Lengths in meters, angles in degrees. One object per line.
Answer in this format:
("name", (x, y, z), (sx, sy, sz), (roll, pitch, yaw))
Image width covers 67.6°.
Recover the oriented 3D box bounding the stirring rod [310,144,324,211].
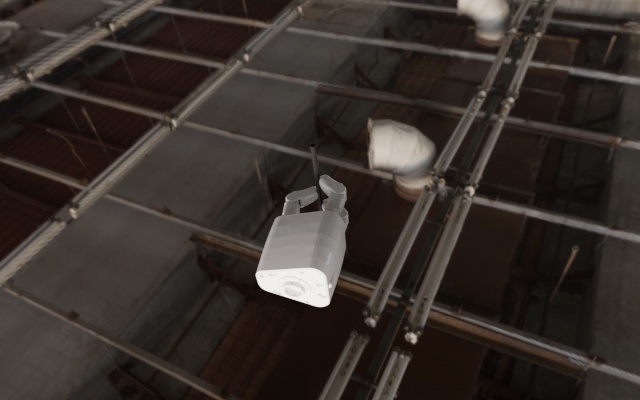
("stirring rod", (0.000, 0.003, 0.795), (0.011, 0.011, 0.240), (-4, -45, 4))
